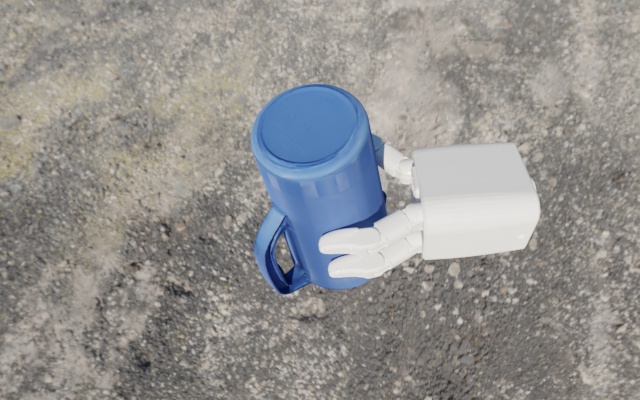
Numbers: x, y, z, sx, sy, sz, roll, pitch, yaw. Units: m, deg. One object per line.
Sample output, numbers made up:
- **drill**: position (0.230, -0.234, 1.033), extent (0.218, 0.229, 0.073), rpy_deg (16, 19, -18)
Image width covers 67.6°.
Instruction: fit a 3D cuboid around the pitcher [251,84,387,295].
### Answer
- **pitcher**: position (0.000, 0.002, 0.515), extent (0.145, 0.149, 0.243), rpy_deg (-3, -31, 9)
